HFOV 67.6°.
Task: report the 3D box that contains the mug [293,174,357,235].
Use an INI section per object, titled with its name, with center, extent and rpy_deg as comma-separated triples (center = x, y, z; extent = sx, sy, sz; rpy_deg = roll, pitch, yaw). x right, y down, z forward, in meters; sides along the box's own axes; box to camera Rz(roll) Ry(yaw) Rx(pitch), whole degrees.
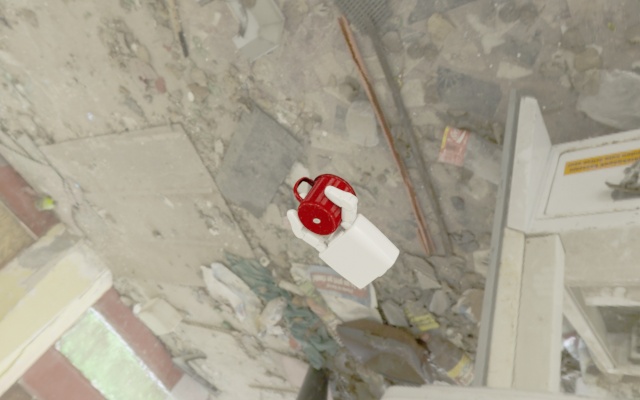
[mug]
center = -0.001, 0.002, 0.888
extent = 0.093, 0.117, 0.081
rpy_deg = -44, 9, 49
